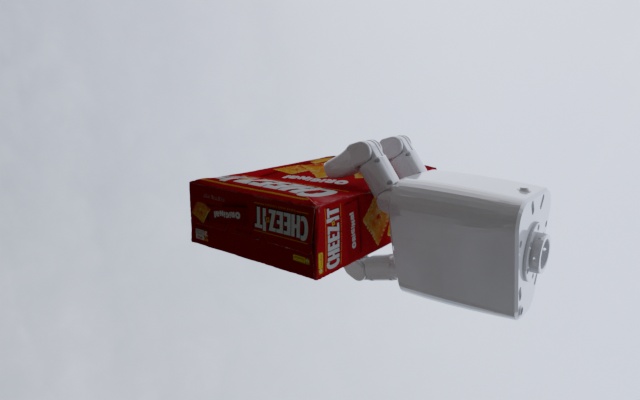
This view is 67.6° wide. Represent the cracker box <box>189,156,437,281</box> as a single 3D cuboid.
[{"bbox_3d":[0.000,0.002,0.497,0.164,0.072,0.213,10,16,38],"label":"cracker box"}]
